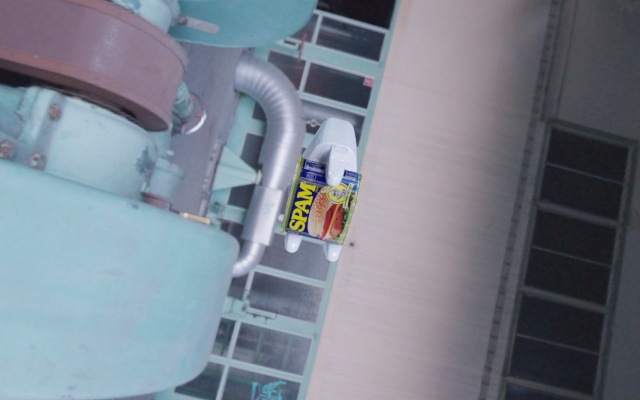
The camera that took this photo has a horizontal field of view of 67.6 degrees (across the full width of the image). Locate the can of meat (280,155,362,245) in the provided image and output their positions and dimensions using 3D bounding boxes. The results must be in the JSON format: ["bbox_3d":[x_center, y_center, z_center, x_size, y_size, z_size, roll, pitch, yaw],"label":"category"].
[{"bbox_3d":[0.000,0.002,0.612,0.084,0.102,0.057,14,27,-4],"label":"can of meat"}]
